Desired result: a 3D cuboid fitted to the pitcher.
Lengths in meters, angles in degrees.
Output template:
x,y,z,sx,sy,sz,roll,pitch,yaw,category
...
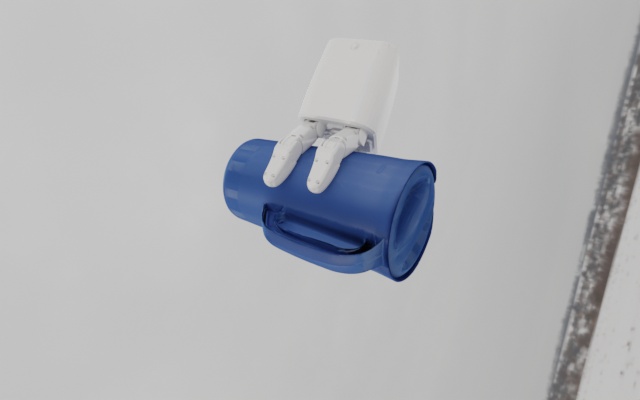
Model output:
x,y,z,sx,sy,sz,roll,pitch,yaw,category
0.000,0.002,0.557,0.243,0.145,0.149,15,-10,30,pitcher
